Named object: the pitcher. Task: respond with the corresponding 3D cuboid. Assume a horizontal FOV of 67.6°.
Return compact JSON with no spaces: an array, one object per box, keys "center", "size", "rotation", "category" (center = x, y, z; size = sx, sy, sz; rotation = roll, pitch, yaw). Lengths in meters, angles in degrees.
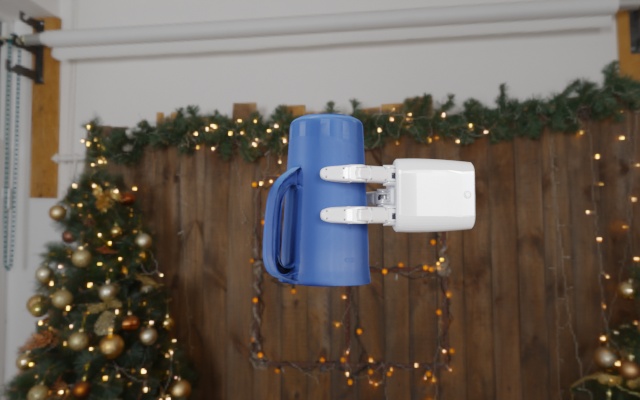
[{"center":[0.000,0.002,0.689],"size":[0.145,0.243,0.149],"rotation":[0,-4,3],"category":"pitcher"}]
